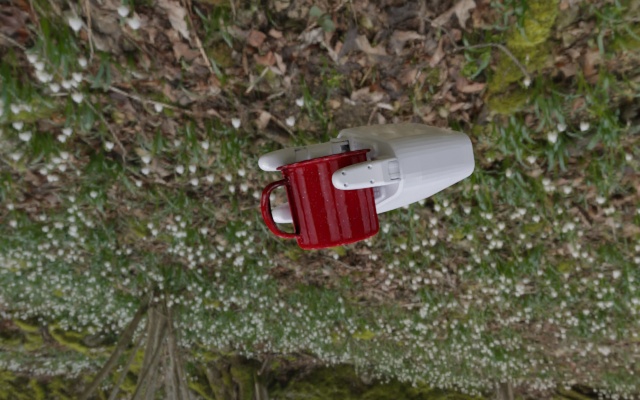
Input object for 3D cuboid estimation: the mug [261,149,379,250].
[{"bbox_3d":[-0.001,0.002,0.454,0.117,0.081,0.093,-13,3,-28],"label":"mug"}]
